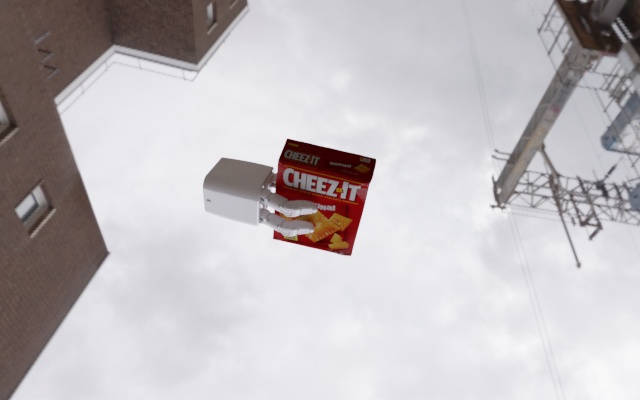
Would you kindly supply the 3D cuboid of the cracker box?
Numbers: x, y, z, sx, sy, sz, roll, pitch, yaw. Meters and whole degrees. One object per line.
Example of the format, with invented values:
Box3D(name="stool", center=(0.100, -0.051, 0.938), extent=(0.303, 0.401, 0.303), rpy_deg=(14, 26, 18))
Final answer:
Box3D(name="cracker box", center=(0.000, 0.003, 0.888), extent=(0.164, 0.072, 0.214), rpy_deg=(13, -43, 3))
